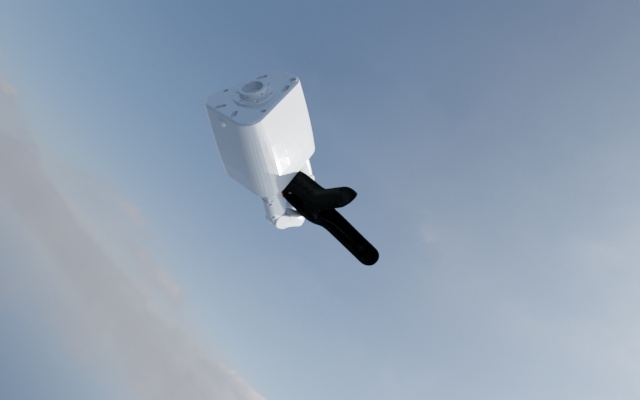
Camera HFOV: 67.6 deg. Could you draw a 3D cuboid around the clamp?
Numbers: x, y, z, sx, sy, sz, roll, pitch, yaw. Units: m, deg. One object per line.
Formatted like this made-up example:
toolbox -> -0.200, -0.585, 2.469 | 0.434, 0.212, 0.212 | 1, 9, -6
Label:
clamp -> 0.000, 0.002, 0.587 | 0.039, 0.120, 0.171 | -38, 51, -25
